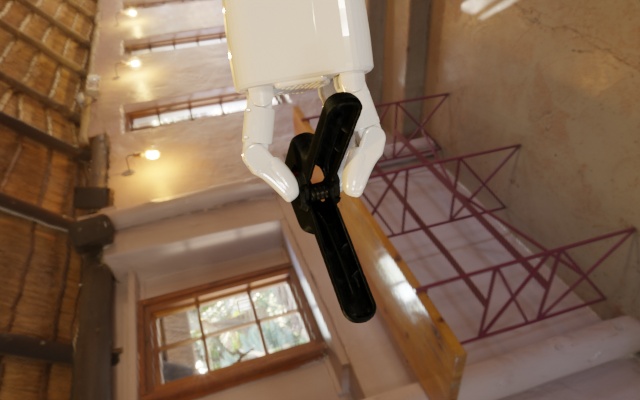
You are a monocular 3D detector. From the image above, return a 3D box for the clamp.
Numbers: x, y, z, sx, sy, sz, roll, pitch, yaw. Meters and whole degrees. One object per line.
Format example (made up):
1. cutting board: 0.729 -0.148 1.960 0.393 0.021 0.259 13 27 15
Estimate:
1. clamp: -0.001 0.001 0.413 0.036 0.164 0.210 -8 7 -14
